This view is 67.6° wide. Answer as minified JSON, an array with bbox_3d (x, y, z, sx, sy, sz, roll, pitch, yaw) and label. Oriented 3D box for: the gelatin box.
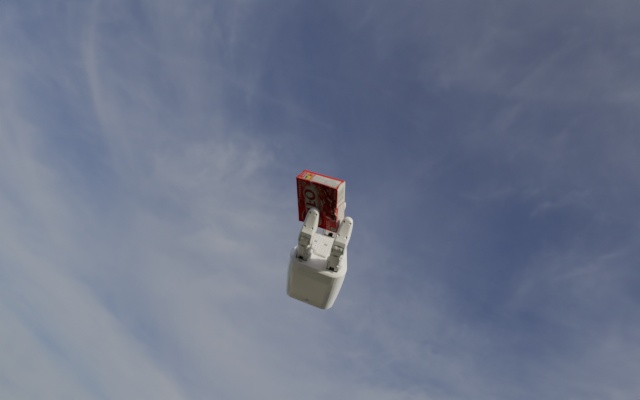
[{"bbox_3d":[0.000,0.002,0.758,0.073,0.089,0.030,18,39,23],"label":"gelatin box"}]
